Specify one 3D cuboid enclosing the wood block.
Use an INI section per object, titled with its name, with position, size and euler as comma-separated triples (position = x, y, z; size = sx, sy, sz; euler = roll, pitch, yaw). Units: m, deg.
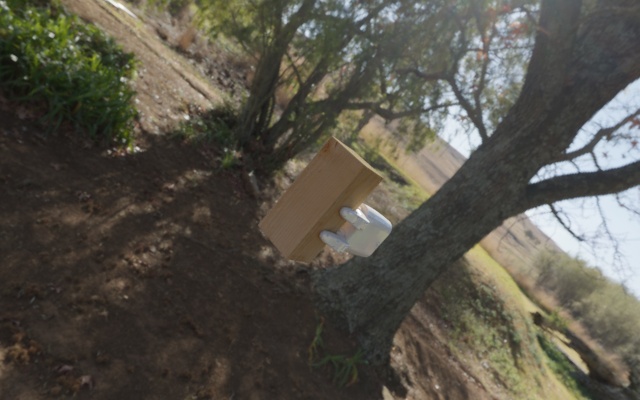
[wood block]
position = 0.000, 0.003, 0.843
size = 0.090, 0.206, 0.090
euler = 46, 12, 28
